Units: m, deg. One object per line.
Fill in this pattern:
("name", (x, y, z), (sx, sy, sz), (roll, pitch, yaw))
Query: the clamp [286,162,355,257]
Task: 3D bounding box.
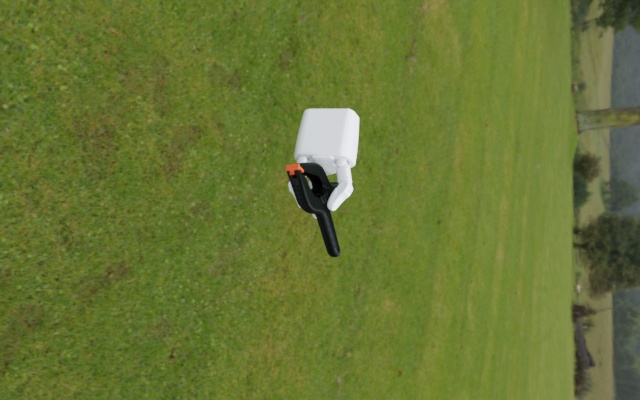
("clamp", (0.001, 0.002, 0.883), (0.036, 0.164, 0.210), (-5, -25, 31))
